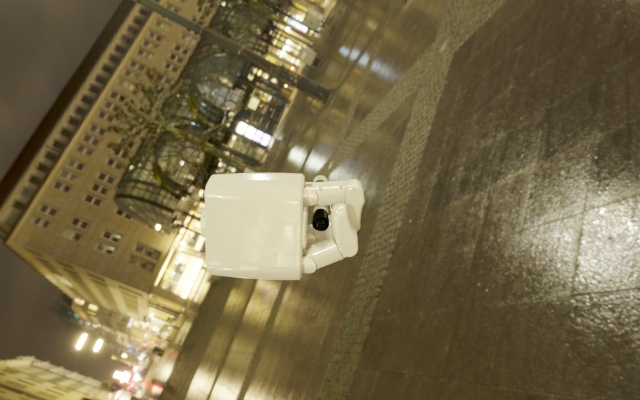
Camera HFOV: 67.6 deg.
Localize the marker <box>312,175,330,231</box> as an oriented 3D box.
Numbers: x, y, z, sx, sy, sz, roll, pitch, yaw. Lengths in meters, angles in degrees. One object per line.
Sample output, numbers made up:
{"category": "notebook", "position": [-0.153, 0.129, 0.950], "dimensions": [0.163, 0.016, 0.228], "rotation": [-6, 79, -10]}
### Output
{"category": "marker", "position": [0.000, 0.002, 0.556], "dimensions": [0.020, 0.020, 0.121], "rotation": [0, 25, 0]}
